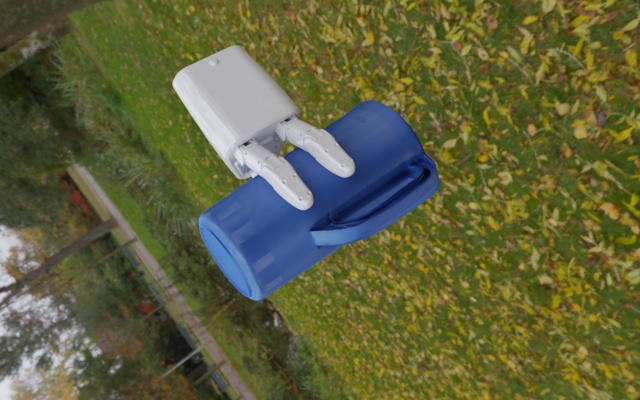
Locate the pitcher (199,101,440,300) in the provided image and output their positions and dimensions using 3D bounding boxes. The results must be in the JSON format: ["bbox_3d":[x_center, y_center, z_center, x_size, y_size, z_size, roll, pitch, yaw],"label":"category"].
[{"bbox_3d":[0.000,0.002,0.523,0.242,0.145,0.149,-35,-11,-23],"label":"pitcher"}]
